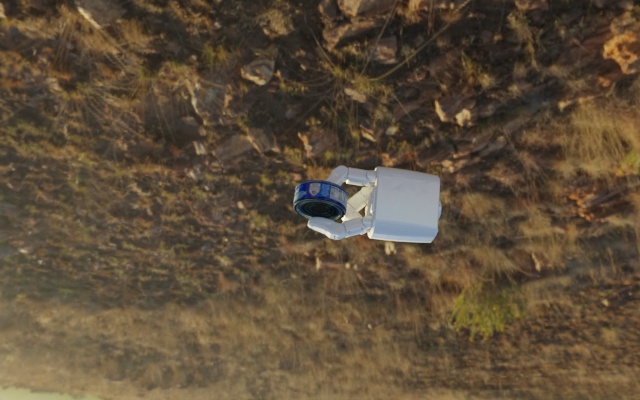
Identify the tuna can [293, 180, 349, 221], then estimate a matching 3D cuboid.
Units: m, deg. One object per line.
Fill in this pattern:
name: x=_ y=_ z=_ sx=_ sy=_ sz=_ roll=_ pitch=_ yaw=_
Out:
tuna can: x=0.000 y=0.003 z=0.755 sx=0.086 sy=0.033 sz=0.086 roll=7 pitch=-26 yaw=3
